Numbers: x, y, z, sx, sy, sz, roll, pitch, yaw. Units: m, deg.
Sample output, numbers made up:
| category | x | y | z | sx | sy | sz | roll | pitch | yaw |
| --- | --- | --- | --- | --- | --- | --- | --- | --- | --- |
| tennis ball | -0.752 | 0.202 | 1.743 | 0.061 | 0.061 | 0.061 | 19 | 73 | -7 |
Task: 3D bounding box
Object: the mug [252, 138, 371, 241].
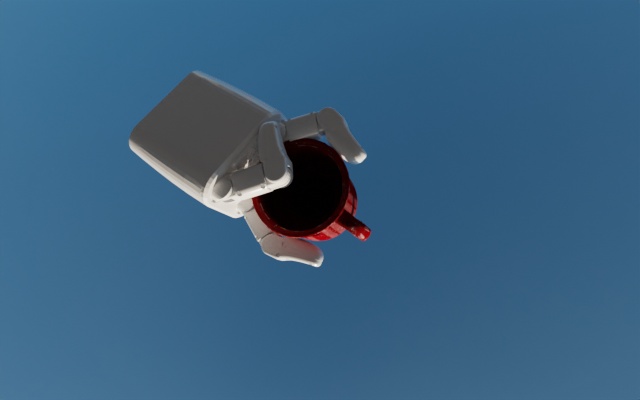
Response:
| category | x | y | z | sx | sy | sz | roll | pitch | yaw |
| --- | --- | --- | --- | --- | --- | --- | --- | --- | --- |
| mug | 0.001 | 0.002 | 0.466 | 0.117 | 0.093 | 0.081 | 32 | -2 | 18 |
